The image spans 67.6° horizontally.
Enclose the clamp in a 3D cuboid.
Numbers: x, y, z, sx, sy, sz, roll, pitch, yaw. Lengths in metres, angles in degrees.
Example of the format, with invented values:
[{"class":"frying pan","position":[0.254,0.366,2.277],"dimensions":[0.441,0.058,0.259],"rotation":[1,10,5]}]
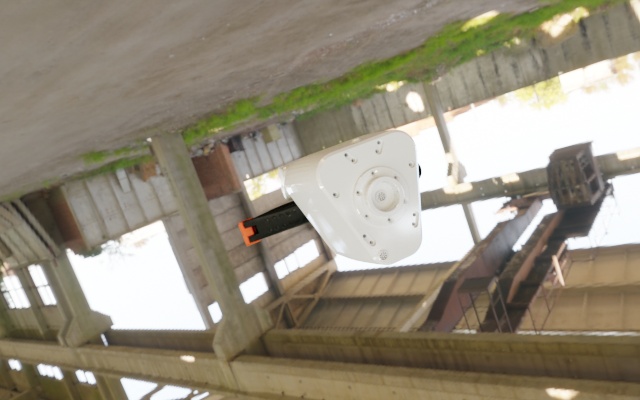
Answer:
[{"class":"clamp","position":[0.000,0.003,0.586],"dimensions":[0.210,0.036,0.164],"rotation":[-22,4,-15]}]
